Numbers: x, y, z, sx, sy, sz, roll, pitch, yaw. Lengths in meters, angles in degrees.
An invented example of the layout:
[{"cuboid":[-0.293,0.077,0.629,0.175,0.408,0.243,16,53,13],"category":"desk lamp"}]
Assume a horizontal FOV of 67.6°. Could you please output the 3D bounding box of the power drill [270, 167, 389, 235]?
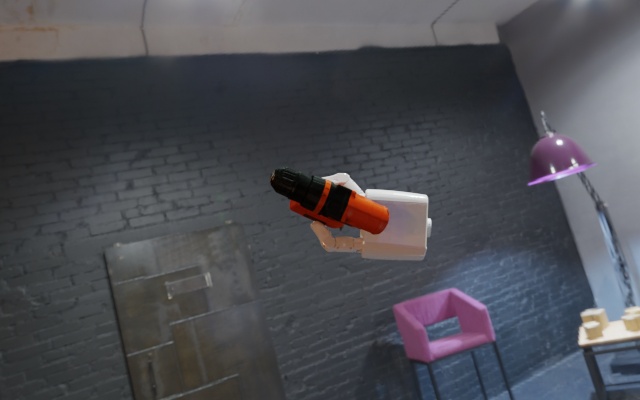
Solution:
[{"cuboid":[0.000,0.003,0.760,0.184,0.057,0.187,24,-5,-9],"category":"power drill"}]
